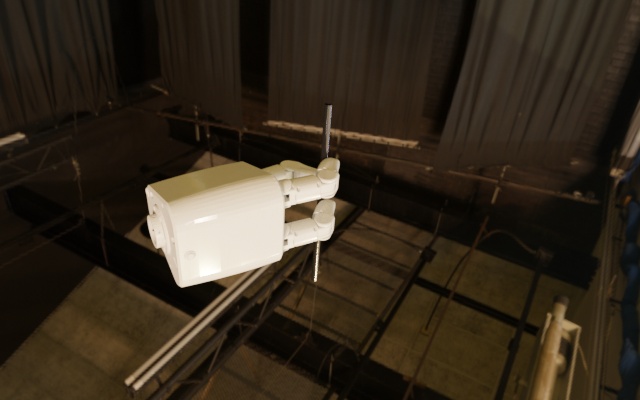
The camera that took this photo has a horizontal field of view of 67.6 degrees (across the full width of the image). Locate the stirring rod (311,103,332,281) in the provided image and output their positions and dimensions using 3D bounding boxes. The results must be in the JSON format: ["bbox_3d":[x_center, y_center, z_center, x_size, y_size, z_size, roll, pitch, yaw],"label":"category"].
[{"bbox_3d":[0.000,0.002,0.555,0.011,0.240,0.011,3,33,-2],"label":"stirring rod"}]
